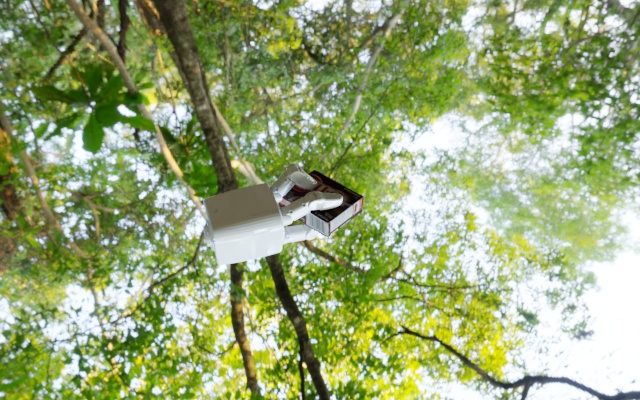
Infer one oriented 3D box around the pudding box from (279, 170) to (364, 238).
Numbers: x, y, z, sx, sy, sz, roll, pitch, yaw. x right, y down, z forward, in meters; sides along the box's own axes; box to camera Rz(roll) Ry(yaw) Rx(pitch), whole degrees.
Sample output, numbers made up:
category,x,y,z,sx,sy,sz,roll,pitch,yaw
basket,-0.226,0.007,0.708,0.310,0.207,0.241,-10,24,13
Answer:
category,x,y,z,sx,sy,sz,roll,pitch,yaw
pudding box,0.000,0.003,0.785,0.113,0.039,0.090,32,50,29
